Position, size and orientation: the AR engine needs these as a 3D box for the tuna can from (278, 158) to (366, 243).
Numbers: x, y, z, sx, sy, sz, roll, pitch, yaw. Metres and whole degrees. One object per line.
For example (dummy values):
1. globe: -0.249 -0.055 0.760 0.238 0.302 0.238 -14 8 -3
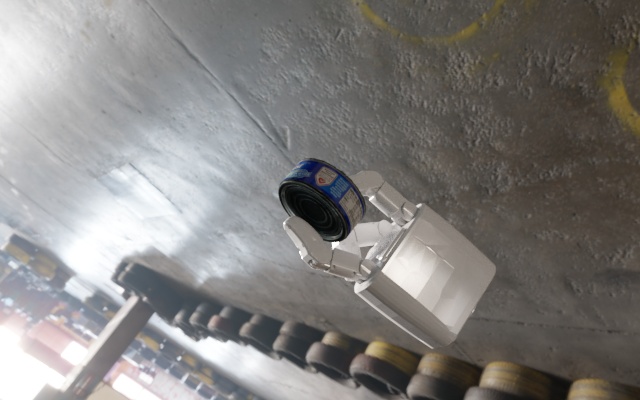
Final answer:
1. tuna can: 0.000 0.002 0.473 0.086 0.086 0.033 0 42 49
